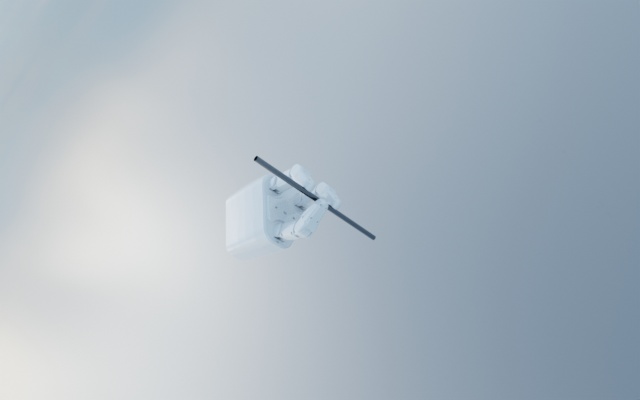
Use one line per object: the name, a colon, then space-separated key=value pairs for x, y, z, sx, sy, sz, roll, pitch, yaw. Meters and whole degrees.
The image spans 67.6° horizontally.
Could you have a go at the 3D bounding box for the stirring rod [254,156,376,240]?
stirring rod: x=0.000 y=0.002 z=0.677 sx=0.240 sy=0.011 sz=0.011 roll=34 pitch=-21 yaw=-34
